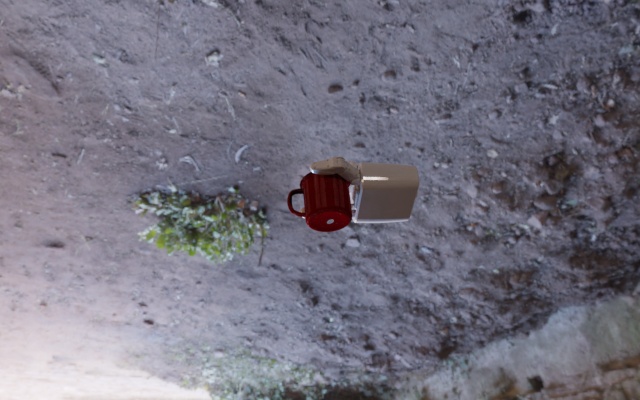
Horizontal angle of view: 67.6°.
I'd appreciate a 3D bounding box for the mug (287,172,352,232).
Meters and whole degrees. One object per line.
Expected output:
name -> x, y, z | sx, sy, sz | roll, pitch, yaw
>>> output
mug -> -0.001, 0.003, 0.839 | 0.117, 0.081, 0.093 | 0, -33, -8
